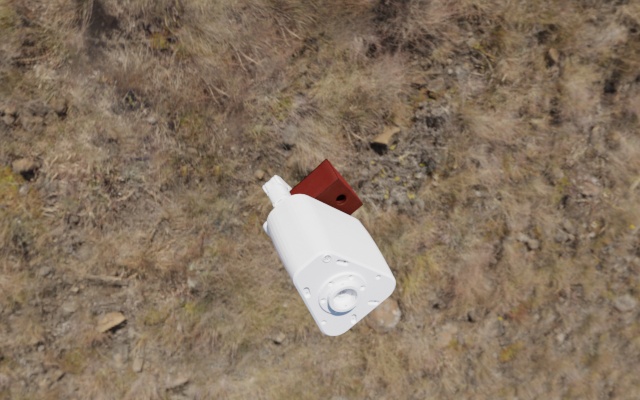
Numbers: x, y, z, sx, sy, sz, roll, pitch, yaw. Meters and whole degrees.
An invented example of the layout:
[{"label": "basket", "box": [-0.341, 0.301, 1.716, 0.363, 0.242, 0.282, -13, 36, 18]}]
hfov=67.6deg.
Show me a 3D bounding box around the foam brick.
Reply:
[{"label": "foam brick", "box": [0.000, 0.002, 0.561, 0.053, 0.078, 0.051, 45, 8, -33]}]
